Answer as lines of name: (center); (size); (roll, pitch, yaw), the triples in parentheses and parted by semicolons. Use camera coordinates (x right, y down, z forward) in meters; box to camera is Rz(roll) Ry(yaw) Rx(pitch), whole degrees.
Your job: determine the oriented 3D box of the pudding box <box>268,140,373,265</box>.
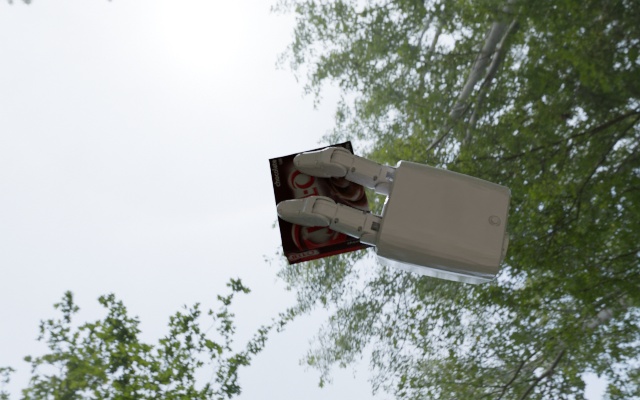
pudding box: (0.000, 0.002, 0.486); (0.090, 0.113, 0.039); (-12, -30, 0)
